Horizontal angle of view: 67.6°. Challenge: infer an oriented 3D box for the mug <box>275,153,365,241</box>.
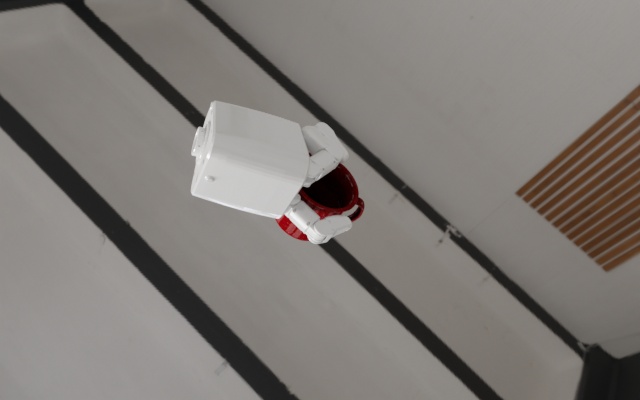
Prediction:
[{"bbox_3d":[0.001,0.002,0.622,0.117,0.093,0.081,16,-43,-22],"label":"mug"}]
